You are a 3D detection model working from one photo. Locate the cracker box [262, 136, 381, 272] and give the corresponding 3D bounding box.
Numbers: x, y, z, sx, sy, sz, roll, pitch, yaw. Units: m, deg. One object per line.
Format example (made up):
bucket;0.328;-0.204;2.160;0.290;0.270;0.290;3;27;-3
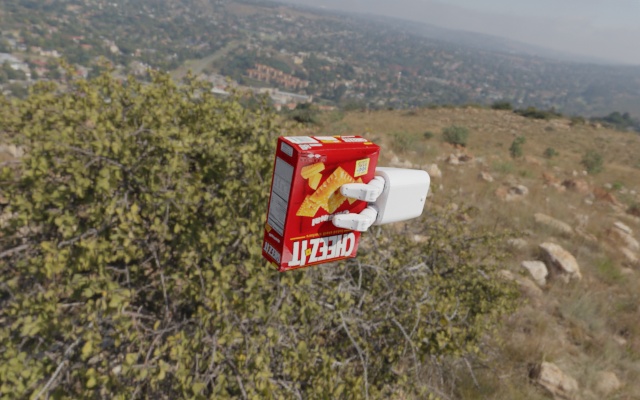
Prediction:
cracker box;0.000;0.002;0.797;0.164;0.214;0.072;-6;27;-35
